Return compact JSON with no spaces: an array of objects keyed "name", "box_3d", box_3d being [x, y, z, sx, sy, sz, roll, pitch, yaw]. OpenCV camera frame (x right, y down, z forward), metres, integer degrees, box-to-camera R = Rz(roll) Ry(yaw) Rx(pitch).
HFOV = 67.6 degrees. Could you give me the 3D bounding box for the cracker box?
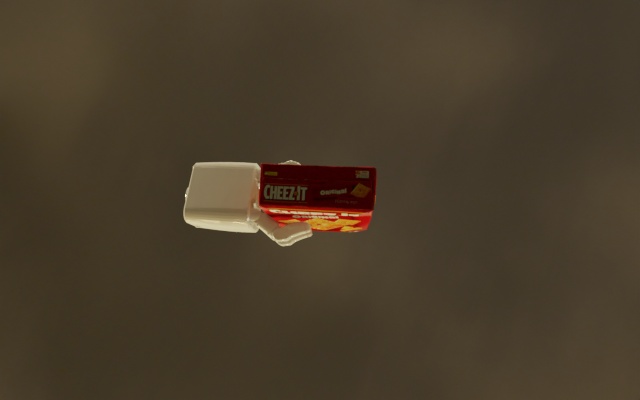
[{"name":"cracker box","box_3d":[0.000,0.002,0.762,0.164,0.072,0.214,2,-10,3]}]
